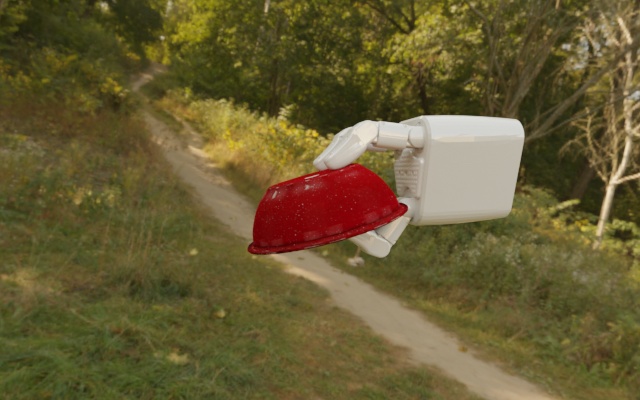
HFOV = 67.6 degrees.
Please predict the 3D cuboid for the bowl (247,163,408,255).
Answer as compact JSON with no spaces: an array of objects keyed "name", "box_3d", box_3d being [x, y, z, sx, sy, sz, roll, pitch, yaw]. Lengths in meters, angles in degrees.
[{"name":"bowl","box_3d":[-0.001,0.001,0.464,0.162,0.055,0.162,-15,6,2]}]
